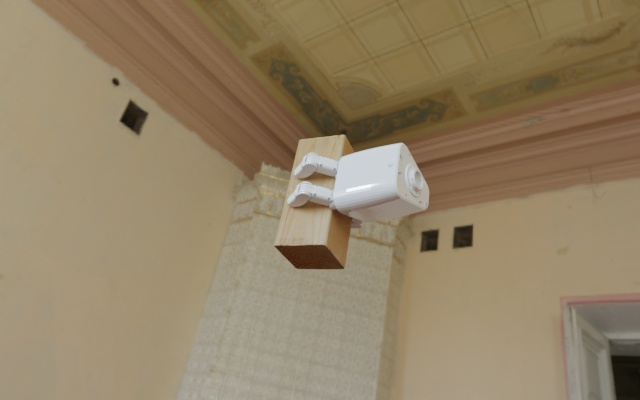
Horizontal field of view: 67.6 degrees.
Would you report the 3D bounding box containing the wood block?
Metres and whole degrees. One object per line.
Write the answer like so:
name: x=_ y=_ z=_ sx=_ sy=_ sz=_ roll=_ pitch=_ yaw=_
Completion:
wood block: x=0.001 y=0.003 z=0.797 sx=0.090 sy=0.206 sz=0.091 roll=-4 pitch=-33 yaw=24
